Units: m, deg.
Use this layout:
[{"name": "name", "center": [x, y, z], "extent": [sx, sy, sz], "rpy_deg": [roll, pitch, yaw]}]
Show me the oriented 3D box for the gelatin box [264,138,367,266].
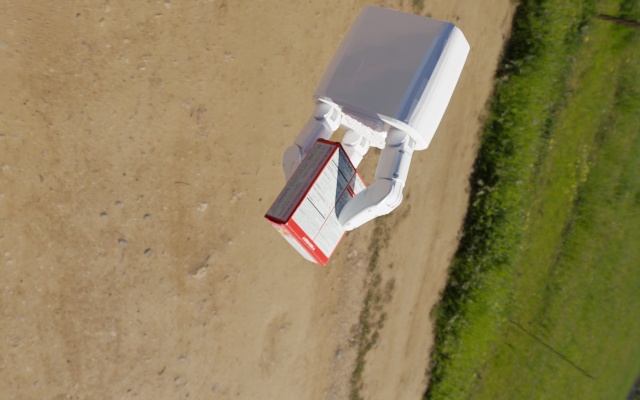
[{"name": "gelatin box", "center": [0.000, 0.002, 0.424], "extent": [0.030, 0.089, 0.073], "rpy_deg": [17, -24, 39]}]
